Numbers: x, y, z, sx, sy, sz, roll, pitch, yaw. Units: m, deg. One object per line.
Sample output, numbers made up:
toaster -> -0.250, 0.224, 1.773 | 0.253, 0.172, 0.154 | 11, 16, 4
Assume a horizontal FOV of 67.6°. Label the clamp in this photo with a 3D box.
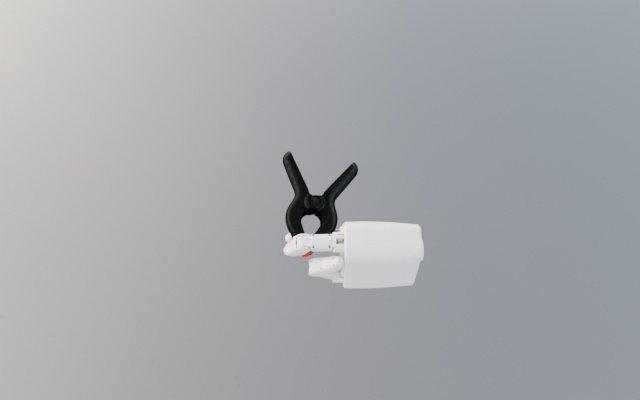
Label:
clamp -> 0.000, 0.002, 0.734 | 0.120, 0.171, 0.039 | -1, -22, 1
